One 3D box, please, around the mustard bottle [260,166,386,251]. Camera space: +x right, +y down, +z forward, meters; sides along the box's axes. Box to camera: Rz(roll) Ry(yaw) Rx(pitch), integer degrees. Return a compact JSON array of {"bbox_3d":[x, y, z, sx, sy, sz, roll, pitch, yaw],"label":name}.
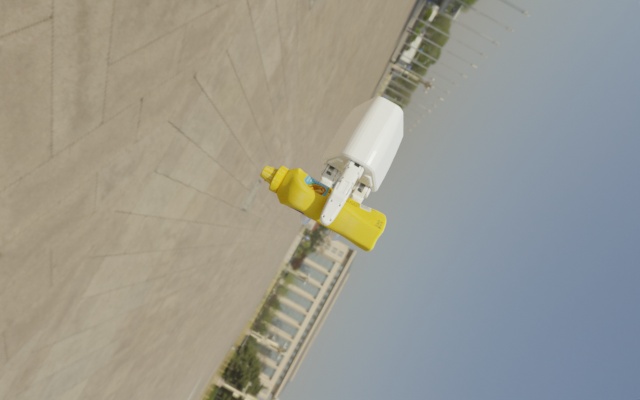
[{"bbox_3d":[0.000,0.003,0.695,0.191,0.058,0.096,29,13,0],"label":"mustard bottle"}]
